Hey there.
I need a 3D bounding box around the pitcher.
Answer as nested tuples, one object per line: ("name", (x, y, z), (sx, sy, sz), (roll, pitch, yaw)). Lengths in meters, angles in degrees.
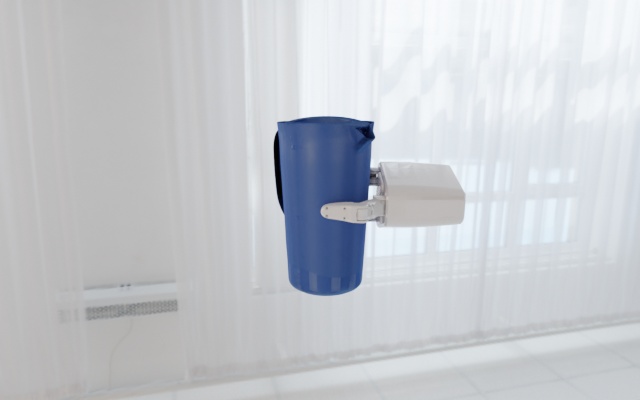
("pitcher", (0.000, 0.002, 0.682), (0.145, 0.243, 0.149), (0, 12, 0))
